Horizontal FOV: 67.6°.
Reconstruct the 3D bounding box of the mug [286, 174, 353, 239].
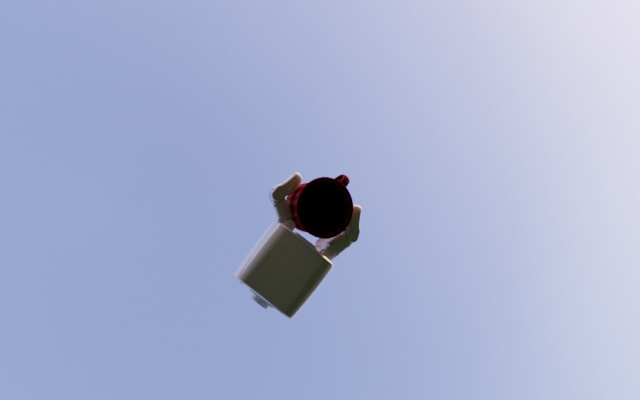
[{"bbox_3d":[0.001,0.001,0.755,0.093,0.117,0.081,44,-16,-16],"label":"mug"}]
